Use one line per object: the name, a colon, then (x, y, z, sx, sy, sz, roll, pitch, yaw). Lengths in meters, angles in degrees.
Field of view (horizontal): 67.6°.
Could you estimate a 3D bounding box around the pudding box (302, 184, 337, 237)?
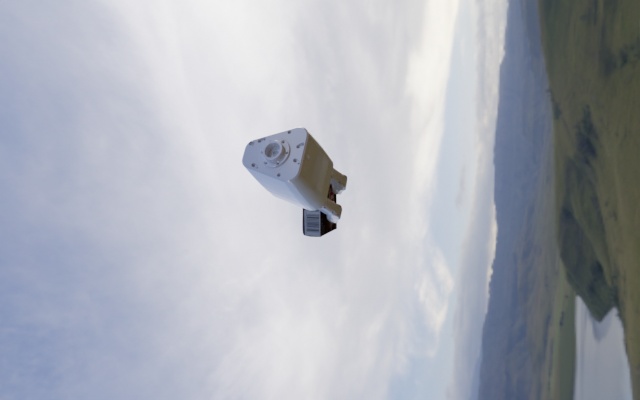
pudding box: (0.000, 0.003, 0.858, 0.039, 0.113, 0.090, 4, 8, 21)
